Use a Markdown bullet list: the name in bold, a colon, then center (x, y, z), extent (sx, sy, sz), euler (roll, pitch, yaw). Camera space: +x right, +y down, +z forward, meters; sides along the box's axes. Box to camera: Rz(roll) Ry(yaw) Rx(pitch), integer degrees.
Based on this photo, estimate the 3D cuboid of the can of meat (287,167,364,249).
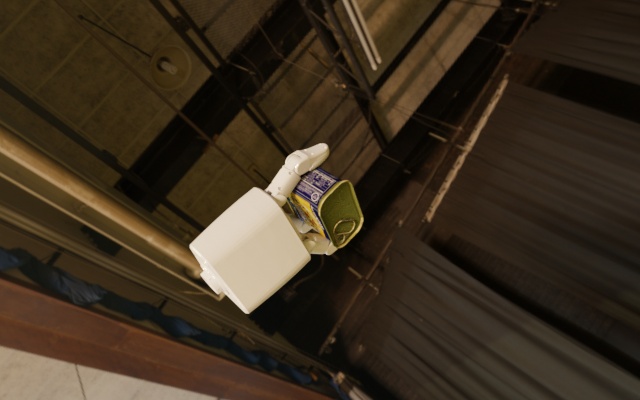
- **can of meat**: center (0.000, 0.002, 0.616), extent (0.084, 0.057, 0.102), euler (32, -22, 36)
